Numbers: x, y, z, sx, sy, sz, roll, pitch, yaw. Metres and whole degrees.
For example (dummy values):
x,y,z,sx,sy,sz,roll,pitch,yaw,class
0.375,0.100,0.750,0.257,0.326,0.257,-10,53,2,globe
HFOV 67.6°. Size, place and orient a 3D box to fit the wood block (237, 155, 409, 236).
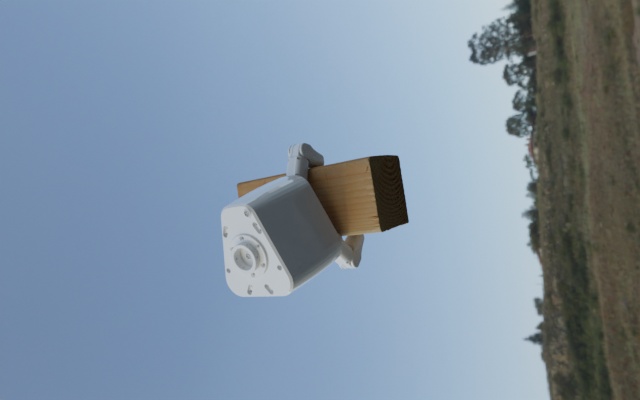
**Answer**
x,y,z,sx,sy,sz,roll,pitch,yaw,class
0.000,0.002,0.635,0.206,0.091,0.090,-8,1,33,wood block
